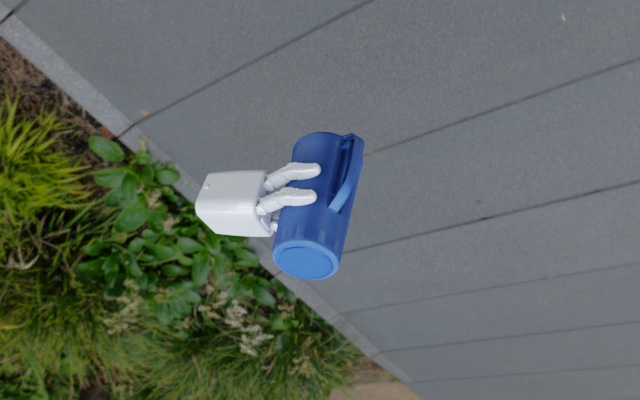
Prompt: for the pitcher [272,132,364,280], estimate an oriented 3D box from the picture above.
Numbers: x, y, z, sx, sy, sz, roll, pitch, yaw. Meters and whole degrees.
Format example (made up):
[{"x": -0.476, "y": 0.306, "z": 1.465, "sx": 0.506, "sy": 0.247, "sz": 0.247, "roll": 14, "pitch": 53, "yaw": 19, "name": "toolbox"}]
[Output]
[{"x": 0.000, "y": 0.003, "z": 0.808, "sx": 0.145, "sy": 0.242, "sz": 0.149, "roll": 1, "pitch": -41, "yaw": 13, "name": "pitcher"}]
